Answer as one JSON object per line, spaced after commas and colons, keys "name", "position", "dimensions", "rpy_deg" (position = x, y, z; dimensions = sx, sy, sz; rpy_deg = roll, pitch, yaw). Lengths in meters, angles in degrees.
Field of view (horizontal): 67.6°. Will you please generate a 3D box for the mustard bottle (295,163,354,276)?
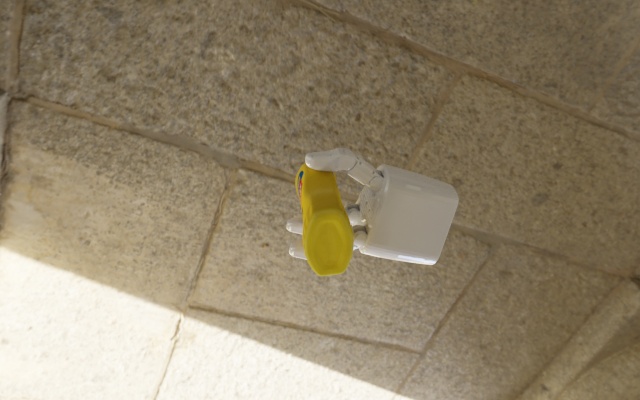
{"name": "mustard bottle", "position": [0.000, 0.002, 0.616], "dimensions": [0.058, 0.096, 0.191], "rpy_deg": [-8, 32, -2]}
